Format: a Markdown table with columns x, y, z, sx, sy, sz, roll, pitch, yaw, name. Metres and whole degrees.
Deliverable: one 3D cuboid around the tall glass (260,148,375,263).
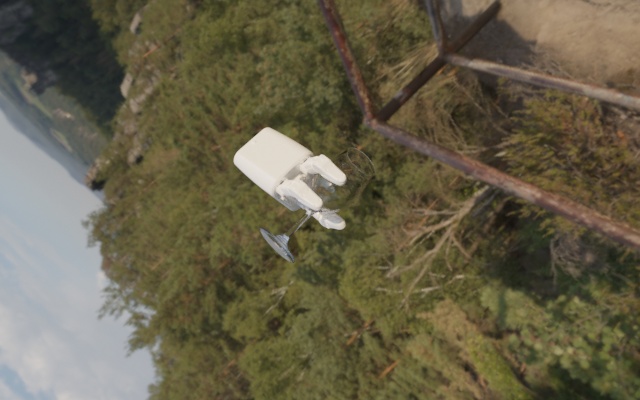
| x | y | z | sx | sy | sz | roll | pitch | yaw | name |
| --- | --- | --- | --- | --- | --- | --- | --- | --- | --- |
| 0.000 | 0.003 | 0.761 | 0.201 | 0.079 | 0.079 | -44 | 16 | -17 | tall glass |
